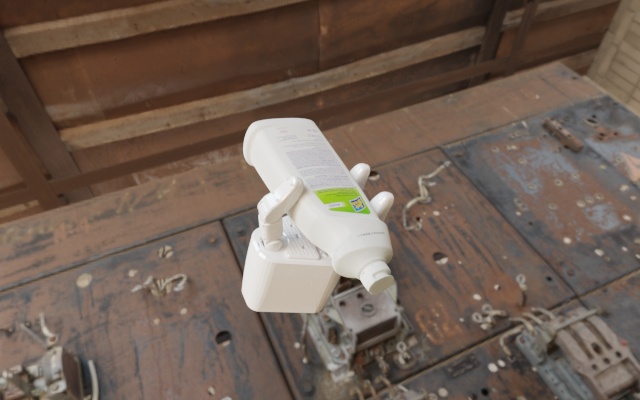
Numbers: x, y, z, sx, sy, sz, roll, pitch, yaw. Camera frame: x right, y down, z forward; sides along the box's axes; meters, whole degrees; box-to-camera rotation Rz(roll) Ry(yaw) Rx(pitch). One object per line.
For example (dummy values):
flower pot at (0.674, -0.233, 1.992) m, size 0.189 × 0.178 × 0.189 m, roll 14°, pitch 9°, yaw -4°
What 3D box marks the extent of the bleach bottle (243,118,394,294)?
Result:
bleach bottle at (0.000, 0.002, 0.545) m, size 0.102 × 0.068 × 0.250 m, roll -9°, pitch 46°, yaw -27°
